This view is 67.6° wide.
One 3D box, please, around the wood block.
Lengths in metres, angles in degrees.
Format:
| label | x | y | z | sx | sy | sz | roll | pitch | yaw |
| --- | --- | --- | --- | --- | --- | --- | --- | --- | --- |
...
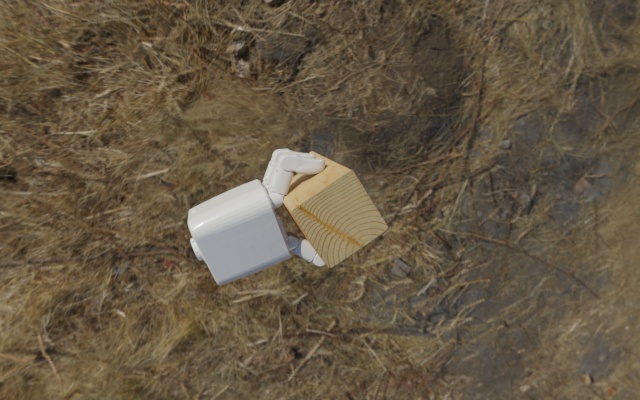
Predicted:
| label | x | y | z | sx | sy | sz | roll | pitch | yaw |
| --- | --- | --- | --- | --- | --- | --- | --- | --- | --- |
| wood block | 0.000 | 0.003 | 0.658 | 0.090 | 0.091 | 0.206 | -34 | 18 | -5 |
